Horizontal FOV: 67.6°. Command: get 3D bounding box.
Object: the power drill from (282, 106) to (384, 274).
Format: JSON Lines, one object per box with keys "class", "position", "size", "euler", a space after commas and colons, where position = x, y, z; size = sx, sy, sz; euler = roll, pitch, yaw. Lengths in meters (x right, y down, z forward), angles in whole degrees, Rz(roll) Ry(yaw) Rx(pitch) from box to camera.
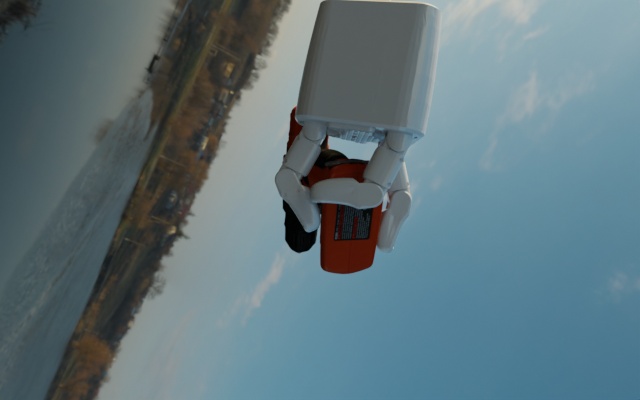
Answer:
{"class": "power drill", "position": [0.000, 0.002, 0.509], "size": [0.057, 0.184, 0.187], "euler": [-4, 22, -18]}
